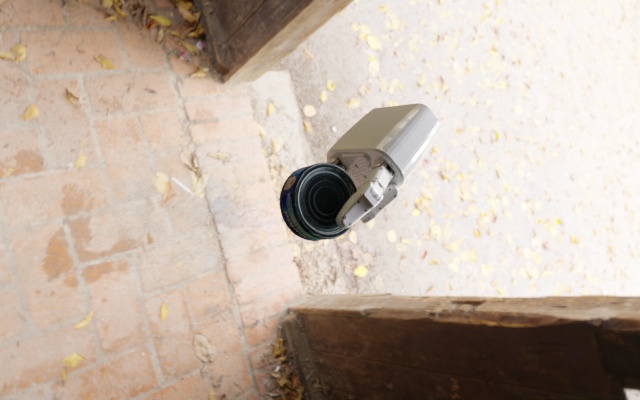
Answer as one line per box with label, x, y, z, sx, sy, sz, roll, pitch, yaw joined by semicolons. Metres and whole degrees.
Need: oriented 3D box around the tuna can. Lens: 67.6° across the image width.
tuna can;0.000;0.002;0.529;0.086;0.086;0.034;0;-6;-30
